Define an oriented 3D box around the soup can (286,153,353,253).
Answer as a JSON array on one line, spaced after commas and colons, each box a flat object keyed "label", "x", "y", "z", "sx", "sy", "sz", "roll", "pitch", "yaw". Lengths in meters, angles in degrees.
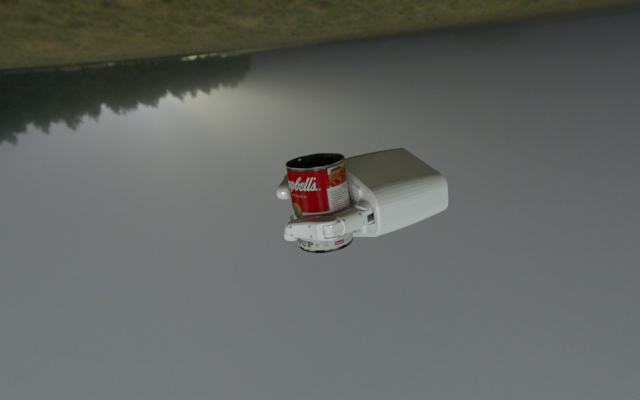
[{"label": "soup can", "x": 0.000, "y": 0.002, "z": 0.557, "sx": 0.068, "sy": 0.102, "sz": 0.068, "roll": -7, "pitch": 18, "yaw": 2}]
